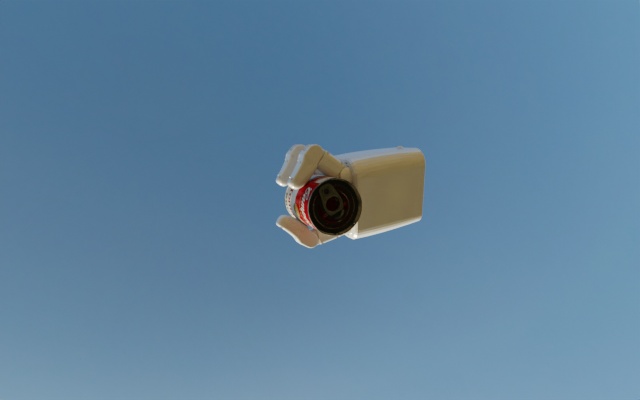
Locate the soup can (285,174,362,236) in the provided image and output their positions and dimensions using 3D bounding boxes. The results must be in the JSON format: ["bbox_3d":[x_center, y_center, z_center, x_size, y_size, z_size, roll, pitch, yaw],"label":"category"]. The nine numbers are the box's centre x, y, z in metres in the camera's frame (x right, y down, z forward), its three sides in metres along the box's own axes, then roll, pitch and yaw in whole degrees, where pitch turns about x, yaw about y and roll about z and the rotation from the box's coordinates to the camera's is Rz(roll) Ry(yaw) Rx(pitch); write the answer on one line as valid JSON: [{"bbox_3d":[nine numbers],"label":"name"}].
[{"bbox_3d":[0.000,0.002,0.601,0.068,0.068,0.102,0,7,-21],"label":"soup can"}]
